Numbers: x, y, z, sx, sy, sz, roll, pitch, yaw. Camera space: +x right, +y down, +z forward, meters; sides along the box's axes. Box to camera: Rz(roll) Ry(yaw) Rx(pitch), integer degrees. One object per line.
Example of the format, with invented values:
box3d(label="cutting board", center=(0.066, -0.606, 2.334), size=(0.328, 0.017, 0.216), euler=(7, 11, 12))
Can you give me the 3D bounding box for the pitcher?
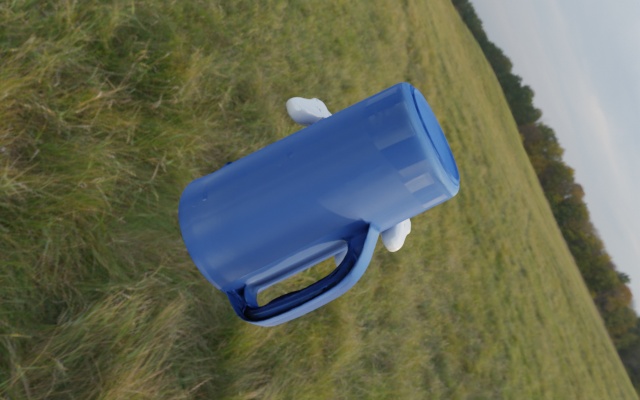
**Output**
box3d(label="pitcher", center=(0.000, 0.001, 0.446), size=(0.243, 0.149, 0.145), euler=(-25, 11, 23))
